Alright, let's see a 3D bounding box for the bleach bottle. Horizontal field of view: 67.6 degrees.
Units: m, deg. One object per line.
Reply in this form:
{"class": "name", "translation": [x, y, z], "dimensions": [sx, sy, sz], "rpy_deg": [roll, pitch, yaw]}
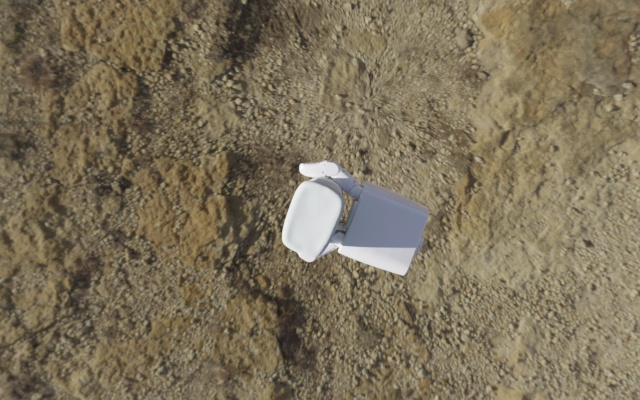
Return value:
{"class": "bleach bottle", "translation": [0.000, 0.003, 0.738], "dimensions": [0.068, 0.102, 0.250], "rpy_deg": [22, 13, 1]}
